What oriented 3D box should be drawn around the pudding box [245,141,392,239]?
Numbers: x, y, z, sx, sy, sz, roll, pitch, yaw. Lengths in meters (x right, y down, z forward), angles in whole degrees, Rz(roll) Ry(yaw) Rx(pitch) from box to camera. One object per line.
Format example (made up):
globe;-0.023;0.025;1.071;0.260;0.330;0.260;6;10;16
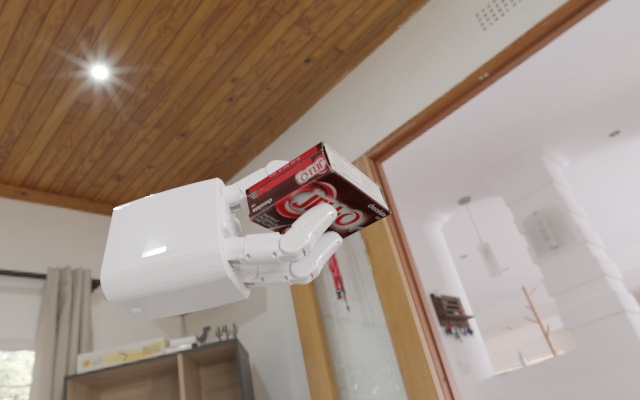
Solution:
pudding box;0.000;0.001;0.447;0.090;0.039;0.113;-29;-32;23
